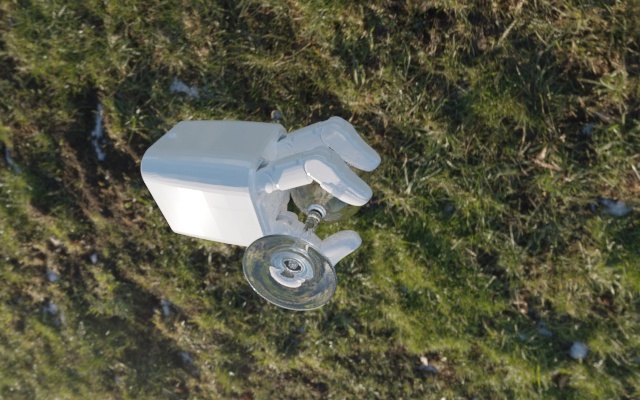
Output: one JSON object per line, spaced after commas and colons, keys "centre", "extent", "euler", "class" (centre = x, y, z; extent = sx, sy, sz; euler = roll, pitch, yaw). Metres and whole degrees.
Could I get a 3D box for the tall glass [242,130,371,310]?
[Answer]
{"centre": [0.000, 0.002, 0.436], "extent": [0.079, 0.079, 0.201], "euler": [0, 33, 17], "class": "tall glass"}
